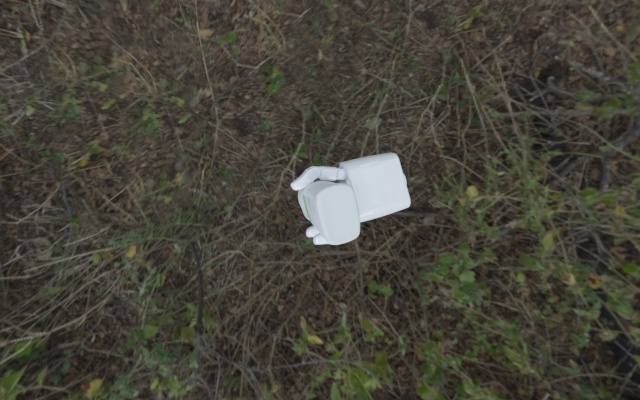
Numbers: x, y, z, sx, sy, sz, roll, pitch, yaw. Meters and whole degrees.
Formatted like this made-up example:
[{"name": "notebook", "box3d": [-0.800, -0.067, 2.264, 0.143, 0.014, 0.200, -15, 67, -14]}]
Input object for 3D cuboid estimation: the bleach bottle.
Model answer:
[{"name": "bleach bottle", "box3d": [0.000, 0.003, 0.878, 0.068, 0.102, 0.250, -15, 13, -11]}]
